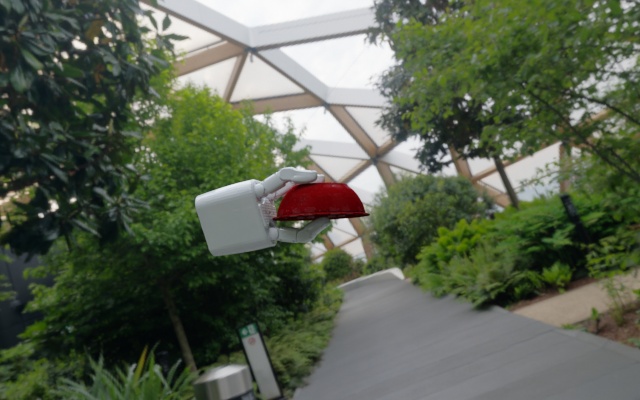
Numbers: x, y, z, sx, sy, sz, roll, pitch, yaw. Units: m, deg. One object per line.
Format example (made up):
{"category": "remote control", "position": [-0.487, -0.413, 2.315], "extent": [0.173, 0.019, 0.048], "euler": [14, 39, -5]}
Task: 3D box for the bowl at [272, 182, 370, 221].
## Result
{"category": "bowl", "position": [0.001, 0.002, 0.791], "extent": [0.162, 0.055, 0.162], "euler": [-2, -5, 0]}
